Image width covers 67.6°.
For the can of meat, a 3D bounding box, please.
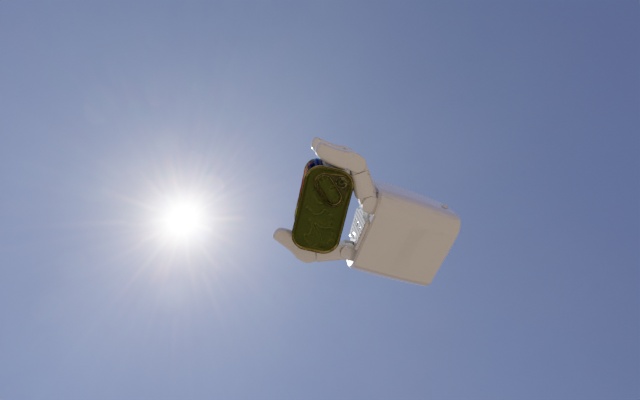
[{"bbox_3d":[0.000,0.002,0.584,0.057,0.102,0.084,12,13,-6],"label":"can of meat"}]
